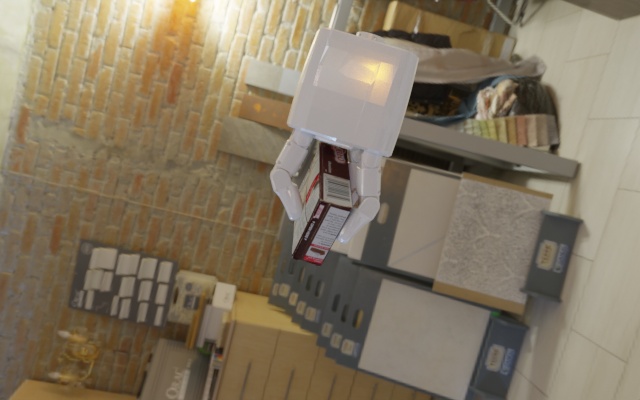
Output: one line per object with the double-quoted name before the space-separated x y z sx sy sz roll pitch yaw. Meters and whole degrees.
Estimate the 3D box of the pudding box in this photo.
"pudding box" 0.000 0.002 0.535 0.039 0.090 0.113 17 36 -11
